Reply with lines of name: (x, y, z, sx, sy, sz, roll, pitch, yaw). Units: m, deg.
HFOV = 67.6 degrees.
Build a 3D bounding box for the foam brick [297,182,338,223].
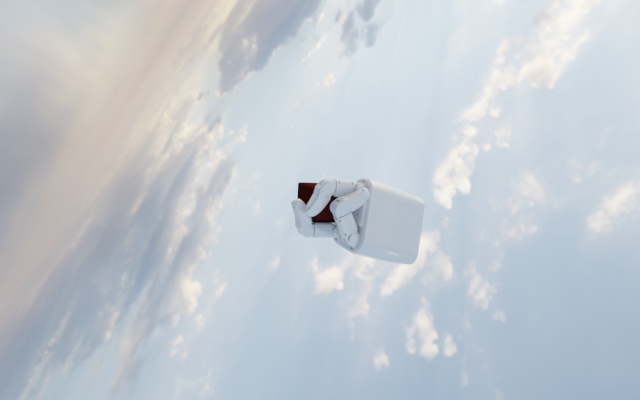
foam brick: (0.000, 0.002, 0.746, 0.051, 0.053, 0.078, 0, 10, -23)
